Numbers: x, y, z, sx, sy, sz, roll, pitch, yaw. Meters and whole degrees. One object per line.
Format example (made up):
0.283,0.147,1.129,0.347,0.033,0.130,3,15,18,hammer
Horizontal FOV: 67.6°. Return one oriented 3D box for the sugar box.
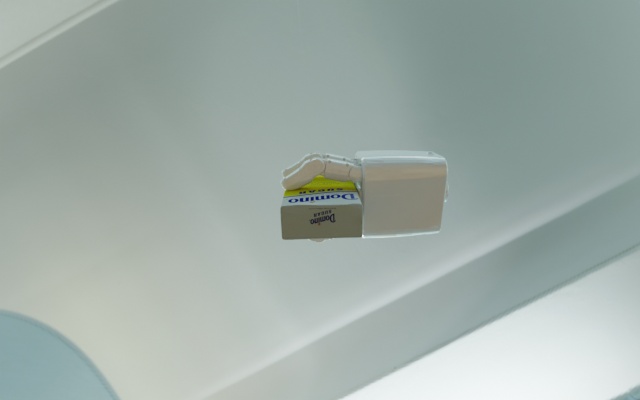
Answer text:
0.000,0.001,0.609,0.093,0.048,0.176,-2,12,-1,sugar box
